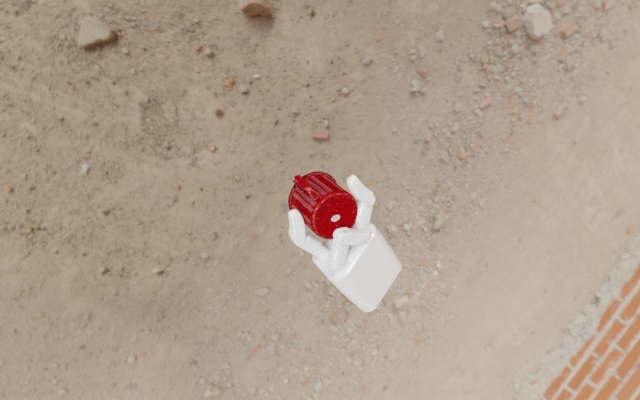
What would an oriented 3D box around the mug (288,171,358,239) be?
[{"bbox_3d":[-0.001,0.002,0.749,0.117,0.093,0.081,50,-6,-34],"label":"mug"}]
